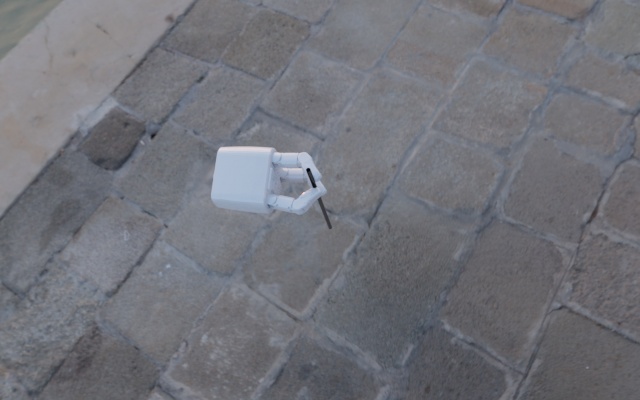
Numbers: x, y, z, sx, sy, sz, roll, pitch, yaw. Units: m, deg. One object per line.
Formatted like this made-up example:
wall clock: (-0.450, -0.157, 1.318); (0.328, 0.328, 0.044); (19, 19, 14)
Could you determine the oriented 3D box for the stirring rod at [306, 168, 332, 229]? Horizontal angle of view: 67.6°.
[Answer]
stirring rod: (0.000, 0.003, 0.896); (0.011, 0.011, 0.240); (0, -27, 11)
